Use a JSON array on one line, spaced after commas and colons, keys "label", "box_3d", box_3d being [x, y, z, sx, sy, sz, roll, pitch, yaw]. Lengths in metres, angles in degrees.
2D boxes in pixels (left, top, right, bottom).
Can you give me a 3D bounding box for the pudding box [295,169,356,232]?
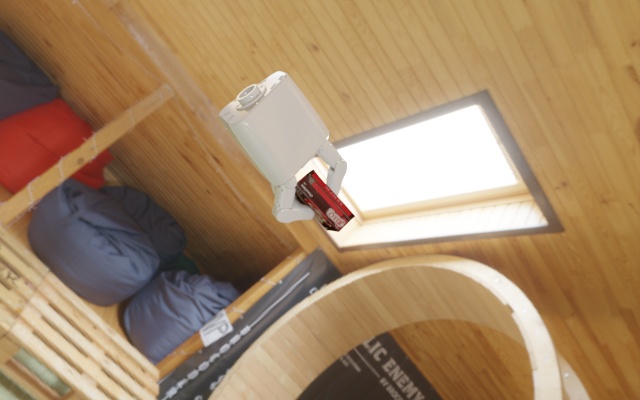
[{"label": "pudding box", "box_3d": [0.000, 0.002, 0.702, 0.039, 0.090, 0.113, -41, 3, -5]}]
